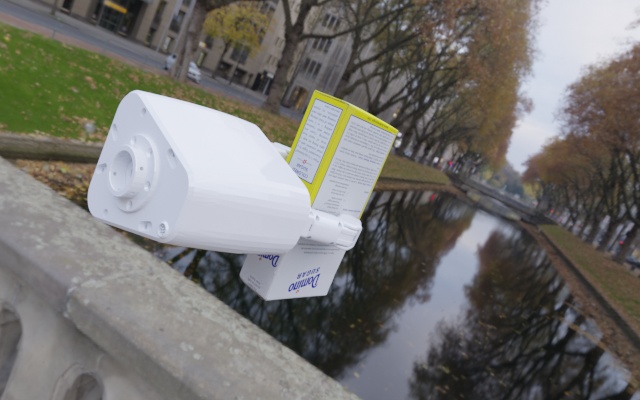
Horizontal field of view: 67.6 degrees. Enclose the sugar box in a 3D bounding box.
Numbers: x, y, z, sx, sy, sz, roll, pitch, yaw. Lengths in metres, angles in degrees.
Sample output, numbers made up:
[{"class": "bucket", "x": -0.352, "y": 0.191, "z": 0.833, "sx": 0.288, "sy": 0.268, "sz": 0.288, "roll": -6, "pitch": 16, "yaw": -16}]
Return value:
[{"class": "sugar box", "x": 0.000, "y": 0.001, "z": 0.428, "sx": 0.048, "sy": 0.176, "sz": 0.093, "roll": 33, "pitch": 13, "yaw": 34}]
